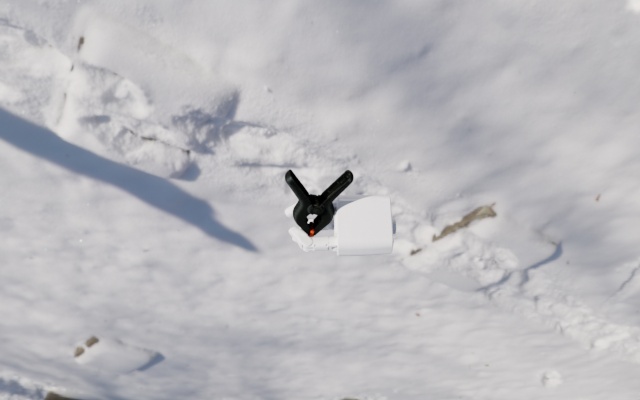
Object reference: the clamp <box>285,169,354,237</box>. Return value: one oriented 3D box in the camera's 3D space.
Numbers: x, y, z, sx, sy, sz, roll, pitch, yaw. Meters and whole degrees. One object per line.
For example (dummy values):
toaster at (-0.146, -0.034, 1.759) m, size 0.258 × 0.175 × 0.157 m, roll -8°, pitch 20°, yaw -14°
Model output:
clamp at (0.000, 0.003, 0.881) m, size 0.120 × 0.039 × 0.172 m, roll -1°, pitch -40°, yaw 1°
